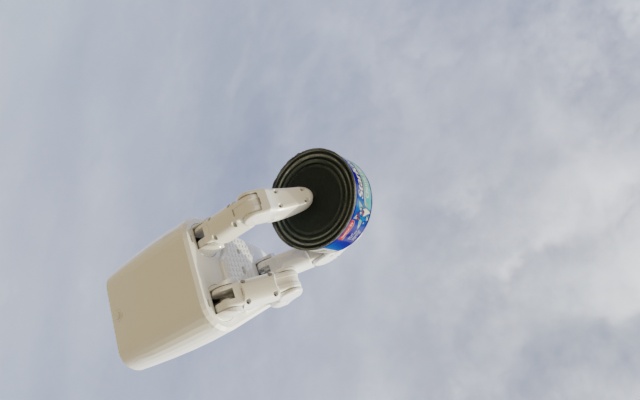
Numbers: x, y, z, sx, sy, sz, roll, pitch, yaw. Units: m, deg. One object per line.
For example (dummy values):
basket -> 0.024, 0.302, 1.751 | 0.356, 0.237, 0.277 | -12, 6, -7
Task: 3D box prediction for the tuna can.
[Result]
tuna can -> 0.000, 0.001, 0.404 | 0.086, 0.086, 0.034 | 0, -11, 34
